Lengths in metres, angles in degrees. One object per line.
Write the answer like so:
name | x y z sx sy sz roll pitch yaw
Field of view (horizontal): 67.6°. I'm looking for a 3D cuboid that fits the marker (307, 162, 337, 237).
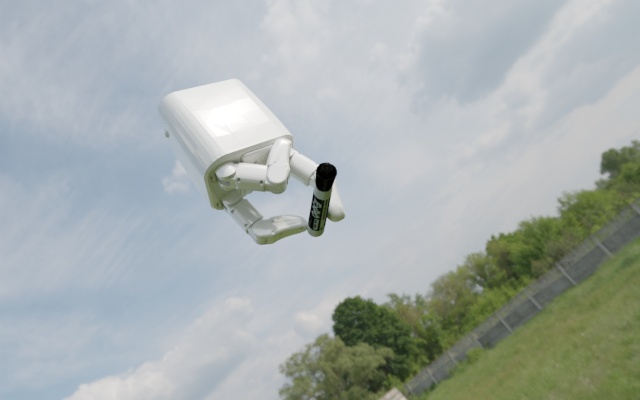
marker | 0.000 0.002 0.463 0.020 0.020 0.121 0 -30 -6
